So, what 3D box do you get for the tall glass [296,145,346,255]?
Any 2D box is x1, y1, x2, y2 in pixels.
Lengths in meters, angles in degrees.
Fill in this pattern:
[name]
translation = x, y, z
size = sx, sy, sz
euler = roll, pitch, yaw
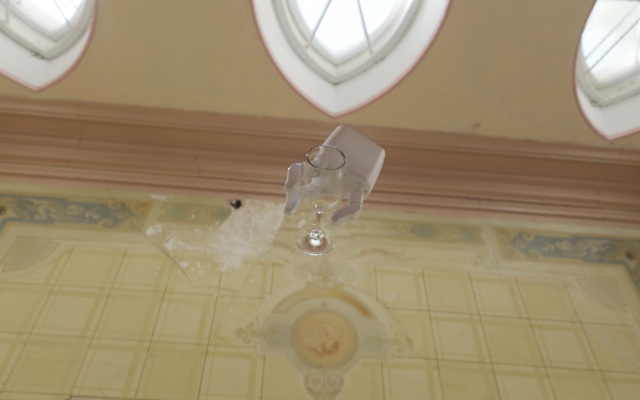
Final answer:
[tall glass]
translation = 0.000, 0.003, 0.818
size = 0.079, 0.079, 0.201
euler = 0, -45, -7
